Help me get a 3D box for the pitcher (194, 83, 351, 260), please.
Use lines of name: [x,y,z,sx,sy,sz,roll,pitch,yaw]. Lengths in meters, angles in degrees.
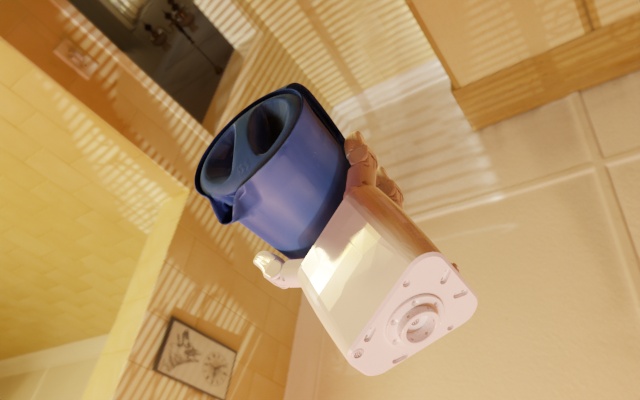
pitcher: [0.000,0.002,0.515,0.243,0.149,0.145,45,2,-35]
